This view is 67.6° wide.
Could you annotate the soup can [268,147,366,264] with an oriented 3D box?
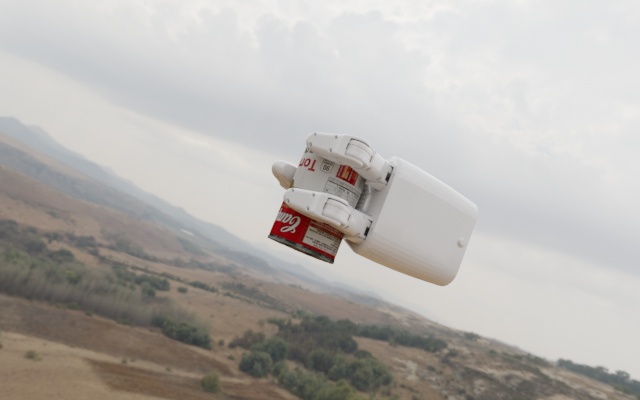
[{"bbox_3d":[0.000,0.001,0.459,0.068,0.102,0.068,22,-8,3],"label":"soup can"}]
